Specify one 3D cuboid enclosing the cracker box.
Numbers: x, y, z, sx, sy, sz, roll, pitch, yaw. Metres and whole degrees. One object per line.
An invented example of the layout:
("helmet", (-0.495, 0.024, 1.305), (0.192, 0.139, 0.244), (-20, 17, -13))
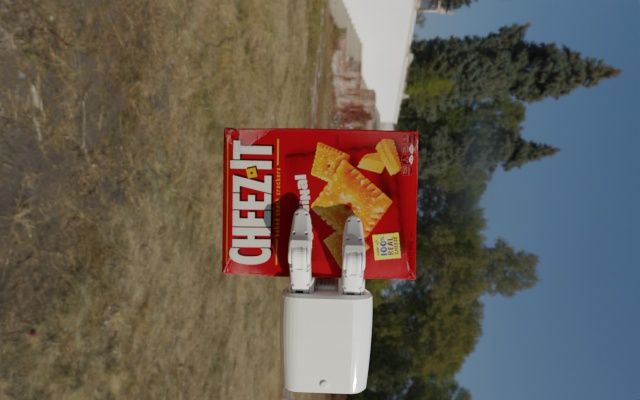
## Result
("cracker box", (0.000, 0.002, 0.541), (0.214, 0.164, 0.072), (1, 3, 2))
